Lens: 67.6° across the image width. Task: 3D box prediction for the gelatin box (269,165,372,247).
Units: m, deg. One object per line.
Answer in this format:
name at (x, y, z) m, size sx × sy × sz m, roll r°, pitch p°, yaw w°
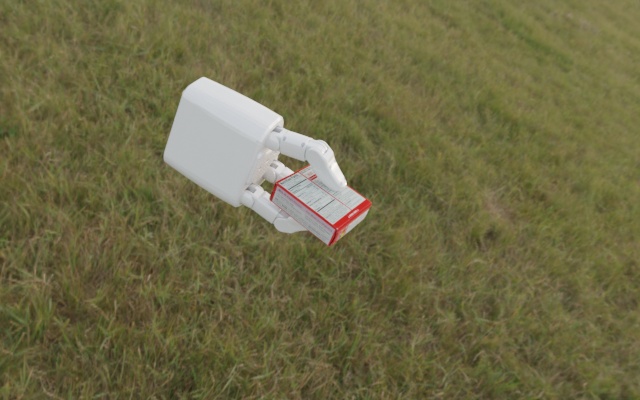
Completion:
gelatin box at (0.000, 0.002, 0.528) m, size 0.089 × 0.030 × 0.073 m, roll 36°, pitch 39°, yaw 17°
